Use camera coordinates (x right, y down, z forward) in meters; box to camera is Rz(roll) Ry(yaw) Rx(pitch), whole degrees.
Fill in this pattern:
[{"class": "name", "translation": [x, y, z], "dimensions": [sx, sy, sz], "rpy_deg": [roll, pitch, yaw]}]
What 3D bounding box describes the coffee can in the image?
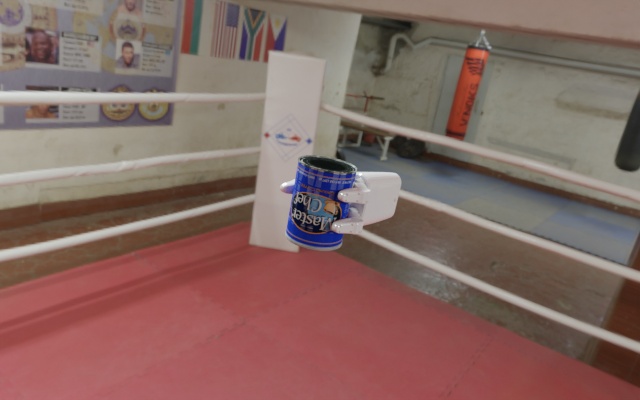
[{"class": "coffee can", "translation": [0.000, 0.003, 0.826], "dimensions": [0.103, 0.140, 0.102], "rpy_deg": [10, 18, -3]}]
